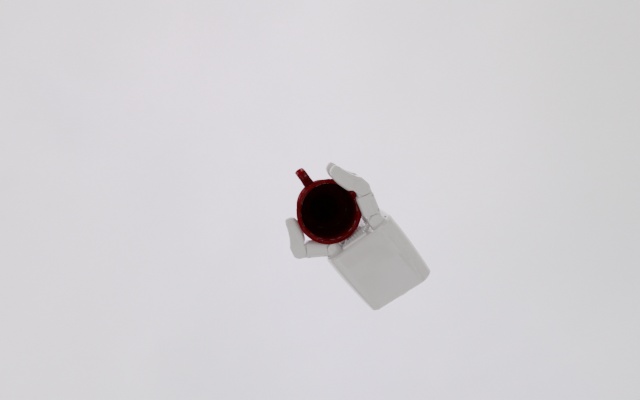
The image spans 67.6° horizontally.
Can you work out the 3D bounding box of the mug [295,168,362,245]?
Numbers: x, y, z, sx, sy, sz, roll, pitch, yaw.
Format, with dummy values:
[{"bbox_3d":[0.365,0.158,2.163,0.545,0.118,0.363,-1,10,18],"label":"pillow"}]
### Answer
[{"bbox_3d":[-0.001,0.001,0.705,0.093,0.117,0.081,-39,10,-2],"label":"mug"}]
